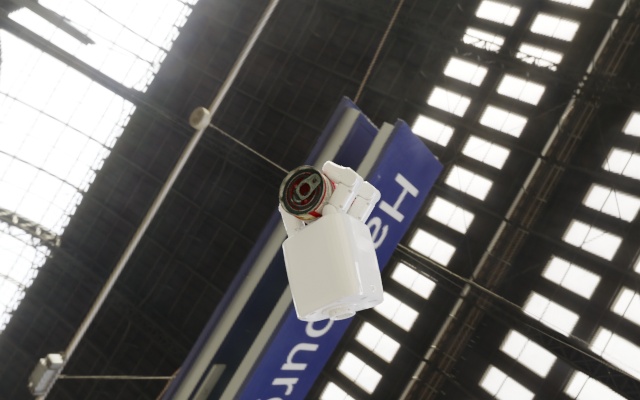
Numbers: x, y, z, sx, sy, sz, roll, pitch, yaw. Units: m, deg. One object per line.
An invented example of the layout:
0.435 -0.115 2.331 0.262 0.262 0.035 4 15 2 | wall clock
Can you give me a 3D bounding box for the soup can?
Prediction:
0.000 0.002 0.650 0.068 0.068 0.102 0 -17 31 | soup can
